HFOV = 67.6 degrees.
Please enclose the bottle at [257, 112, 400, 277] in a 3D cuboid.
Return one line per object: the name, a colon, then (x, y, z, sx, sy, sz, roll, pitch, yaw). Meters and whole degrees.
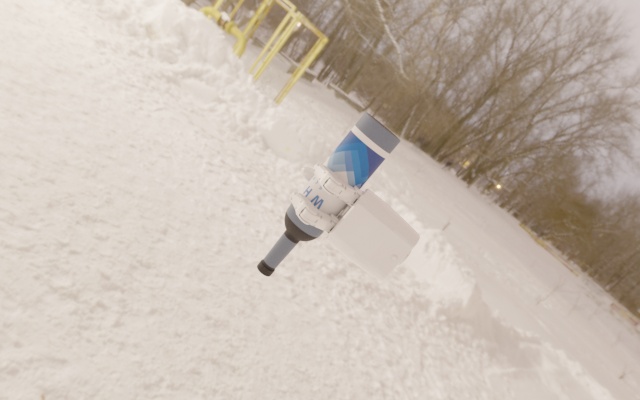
bottle: (0.000, 0.002, 0.728, 0.069, 0.296, 0.069, 37, 14, -11)
